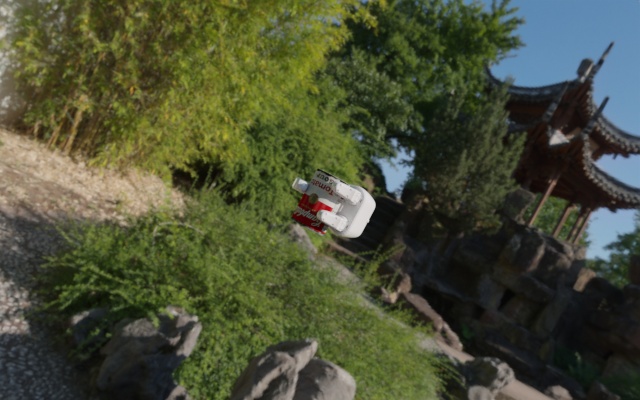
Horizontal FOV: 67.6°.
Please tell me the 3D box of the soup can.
[{"bbox_3d":[0.000,0.002,0.850,0.068,0.102,0.068,28,1,0],"label":"soup can"}]
